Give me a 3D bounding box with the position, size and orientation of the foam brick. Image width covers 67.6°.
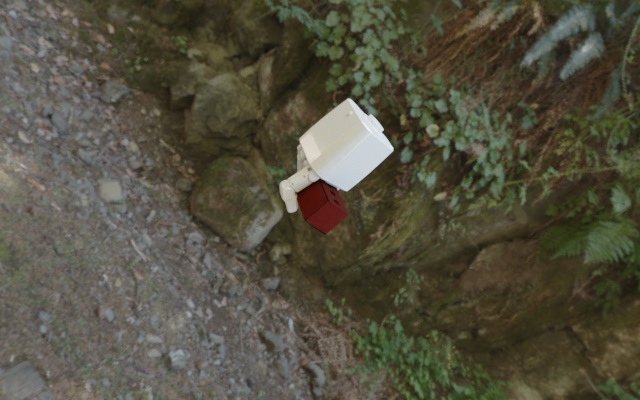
[{"bbox_3d":[0.000,0.003,0.752,0.051,0.078,0.053,-39,-47,16],"label":"foam brick"}]
